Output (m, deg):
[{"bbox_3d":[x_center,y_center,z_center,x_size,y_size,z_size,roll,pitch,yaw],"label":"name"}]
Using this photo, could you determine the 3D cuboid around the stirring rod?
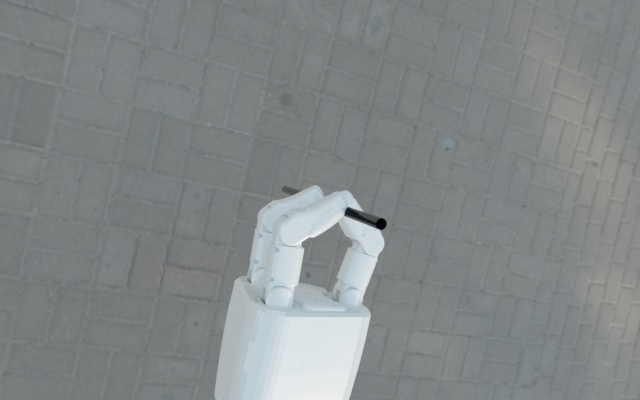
[{"bbox_3d":[0.000,0.001,0.423,0.011,0.011,0.239,0,7,-19],"label":"stirring rod"}]
